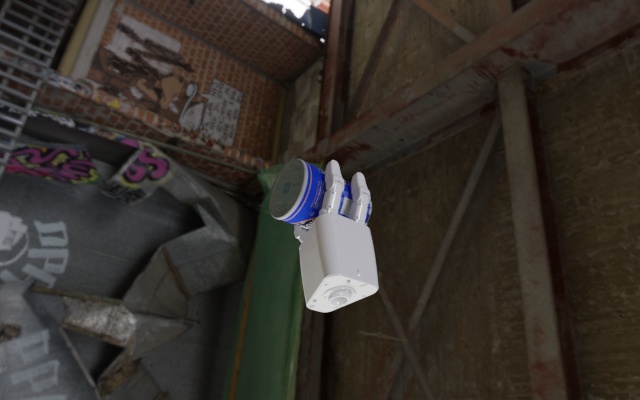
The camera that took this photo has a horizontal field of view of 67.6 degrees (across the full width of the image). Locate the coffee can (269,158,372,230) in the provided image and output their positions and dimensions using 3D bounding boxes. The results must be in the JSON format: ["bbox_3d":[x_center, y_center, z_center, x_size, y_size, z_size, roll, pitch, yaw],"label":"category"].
[{"bbox_3d":[0.000,0.002,0.797,0.140,0.103,0.103,22,-12,-31],"label":"coffee can"}]
